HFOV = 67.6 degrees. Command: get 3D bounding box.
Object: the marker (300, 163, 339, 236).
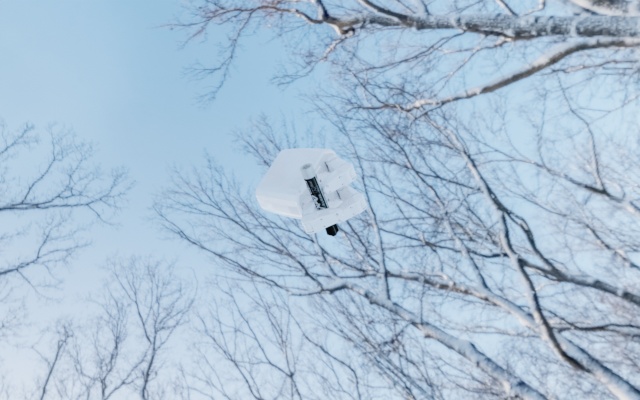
[{"bbox_3d":[0.000,0.002,0.682,0.020,0.121,0.020,-17,30,10],"label":"marker"}]
